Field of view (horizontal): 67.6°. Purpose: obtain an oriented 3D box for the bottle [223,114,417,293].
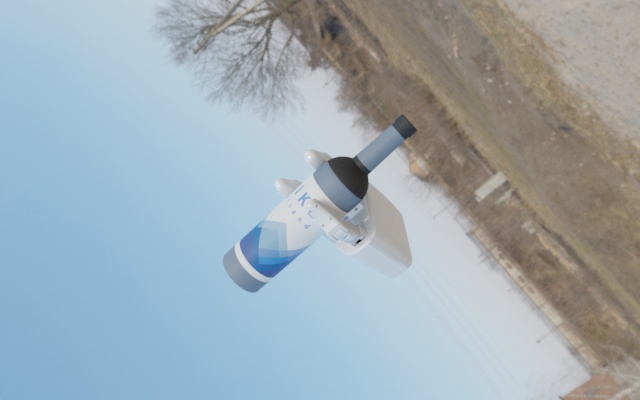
[{"bbox_3d":[0.000,0.002,0.604,0.296,0.069,0.069,-42,-13,14],"label":"bottle"}]
